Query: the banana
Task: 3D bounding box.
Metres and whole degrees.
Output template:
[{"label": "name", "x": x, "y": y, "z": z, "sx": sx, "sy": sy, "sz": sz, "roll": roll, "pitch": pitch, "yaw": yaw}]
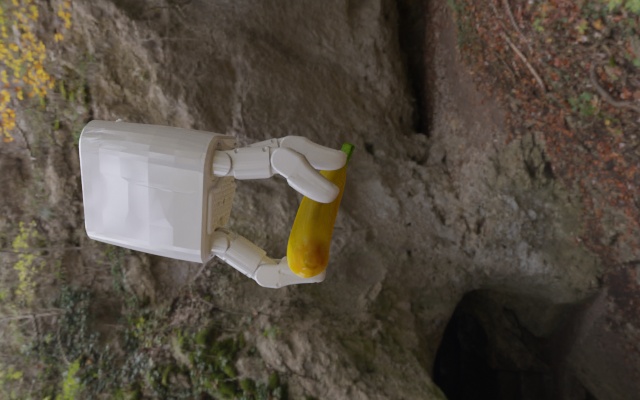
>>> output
[{"label": "banana", "x": -0.003, "y": 0.015, "z": 0.419, "sx": 0.037, "sy": 0.070, "sz": 0.197, "roll": 15, "pitch": 33, "yaw": 1}]
